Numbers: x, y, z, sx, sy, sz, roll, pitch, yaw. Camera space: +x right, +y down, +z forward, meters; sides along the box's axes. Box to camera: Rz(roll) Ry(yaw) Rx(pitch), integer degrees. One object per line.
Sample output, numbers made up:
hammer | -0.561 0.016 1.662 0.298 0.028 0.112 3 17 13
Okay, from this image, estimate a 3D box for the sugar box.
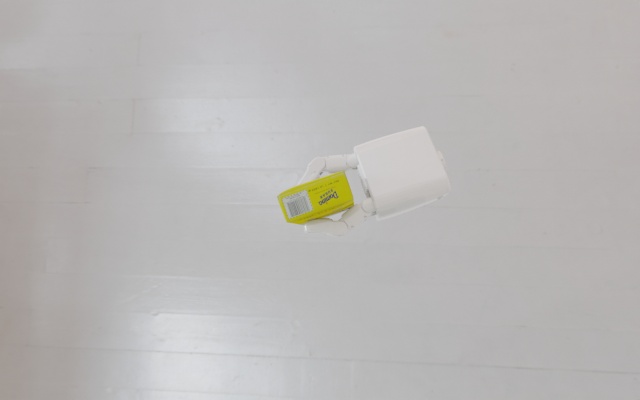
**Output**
sugar box | 0.000 0.003 0.686 0.093 0.048 0.176 -19 -8 4
